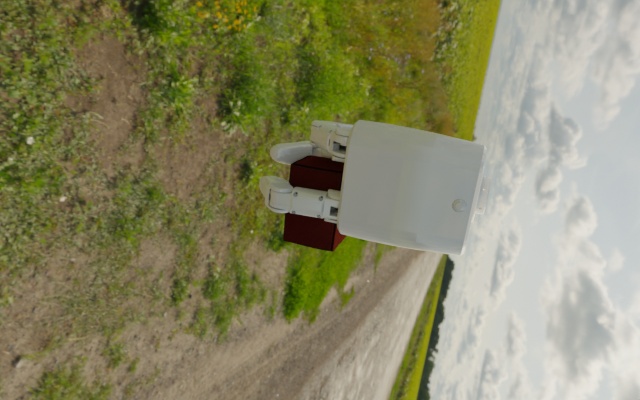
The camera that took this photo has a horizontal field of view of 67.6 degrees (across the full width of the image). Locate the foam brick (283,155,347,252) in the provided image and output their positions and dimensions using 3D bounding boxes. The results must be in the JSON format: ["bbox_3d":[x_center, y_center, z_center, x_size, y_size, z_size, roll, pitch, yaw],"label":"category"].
[{"bbox_3d":[0.000,0.002,0.454,0.051,0.078,0.053,12,18,15],"label":"foam brick"}]
